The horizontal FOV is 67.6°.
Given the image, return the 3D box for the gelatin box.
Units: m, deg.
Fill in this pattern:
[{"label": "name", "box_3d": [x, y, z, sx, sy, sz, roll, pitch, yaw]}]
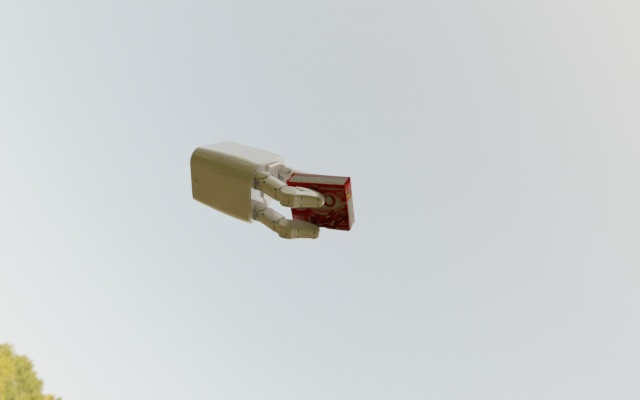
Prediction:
[{"label": "gelatin box", "box_3d": [0.001, 0.002, 0.667, 0.089, 0.073, 0.030, 5, 31, 21]}]
